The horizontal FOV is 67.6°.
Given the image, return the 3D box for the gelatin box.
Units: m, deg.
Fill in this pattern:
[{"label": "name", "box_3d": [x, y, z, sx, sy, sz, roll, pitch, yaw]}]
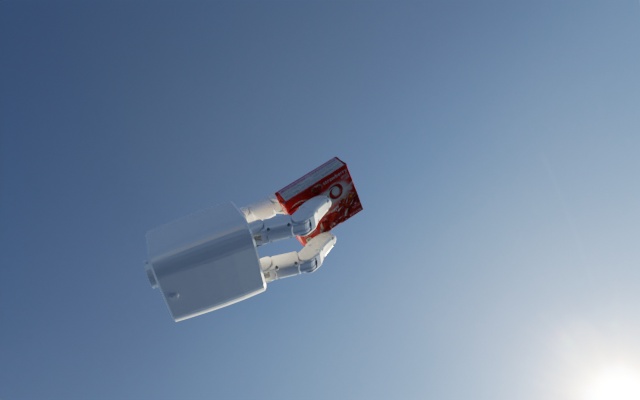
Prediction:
[{"label": "gelatin box", "box_3d": [0.000, 0.001, 0.571, 0.089, 0.073, 0.030, -32, 37, -11]}]
